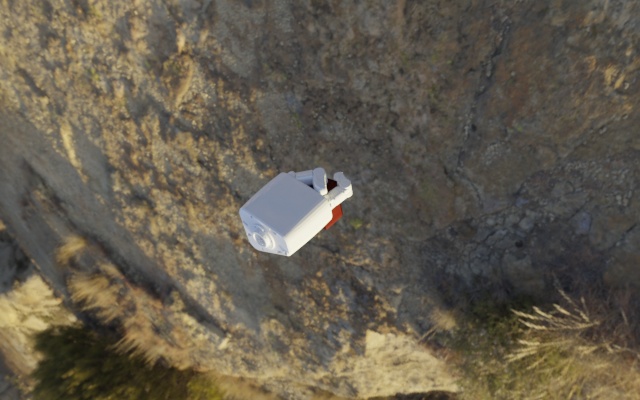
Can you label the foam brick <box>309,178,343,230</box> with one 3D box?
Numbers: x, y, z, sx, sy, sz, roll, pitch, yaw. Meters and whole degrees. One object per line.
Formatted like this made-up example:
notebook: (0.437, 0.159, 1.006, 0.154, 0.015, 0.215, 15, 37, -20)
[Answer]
foam brick: (0.000, 0.003, 0.846, 0.053, 0.078, 0.051, 19, 48, 35)
